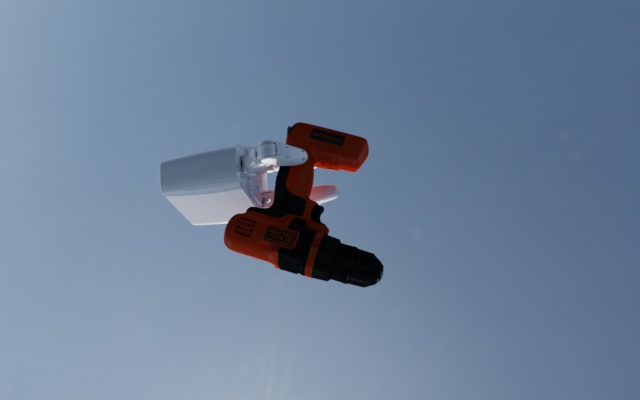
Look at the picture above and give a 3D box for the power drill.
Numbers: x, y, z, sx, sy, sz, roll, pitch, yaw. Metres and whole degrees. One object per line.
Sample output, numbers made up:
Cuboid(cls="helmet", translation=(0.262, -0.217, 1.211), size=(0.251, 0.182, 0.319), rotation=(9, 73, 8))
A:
Cuboid(cls="power drill", translation=(0.000, 0.001, 0.570), size=(0.184, 0.187, 0.057), rotation=(16, -31, 6))
